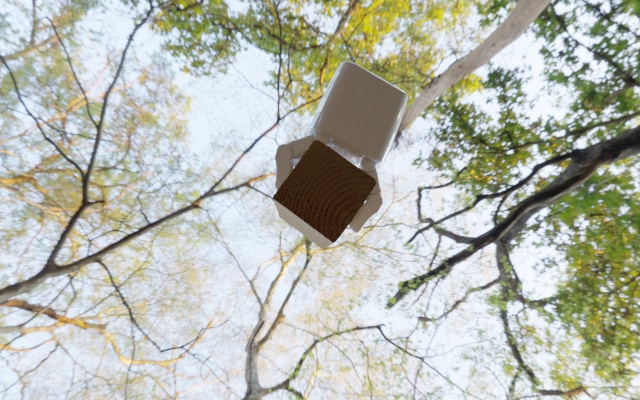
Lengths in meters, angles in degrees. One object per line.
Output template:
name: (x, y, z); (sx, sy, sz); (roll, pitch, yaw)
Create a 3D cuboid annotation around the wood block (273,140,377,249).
wood block: (0.001, 0.002, 0.645); (0.091, 0.090, 0.206); (35, -8, 2)
